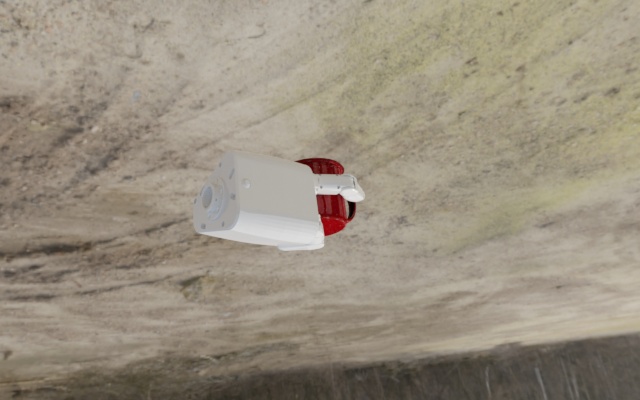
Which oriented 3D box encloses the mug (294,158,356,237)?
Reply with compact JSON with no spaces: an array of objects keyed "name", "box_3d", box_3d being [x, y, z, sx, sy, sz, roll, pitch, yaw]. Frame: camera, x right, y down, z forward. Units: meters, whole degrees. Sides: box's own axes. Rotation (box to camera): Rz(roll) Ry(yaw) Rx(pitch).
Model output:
[{"name":"mug","box_3d":[0.001,0.003,0.643,0.117,0.081,0.093,11,-28,-37]}]
